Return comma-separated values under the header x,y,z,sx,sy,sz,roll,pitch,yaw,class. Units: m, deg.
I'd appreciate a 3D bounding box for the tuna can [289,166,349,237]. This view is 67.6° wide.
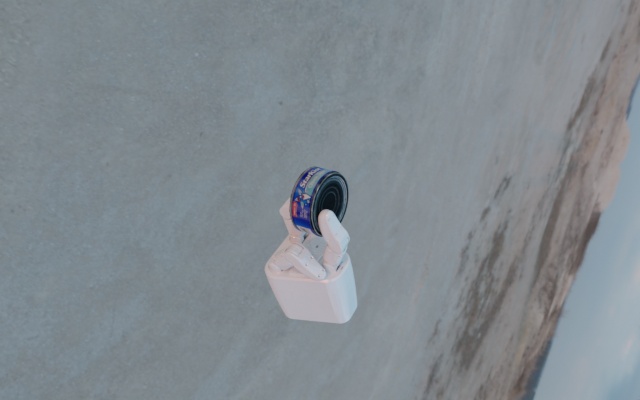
x,y,z,sx,sy,sz,roll,pitch,yaw,class
0.001,0.002,0.603,0.033,0.086,0.086,15,8,33,tuna can
